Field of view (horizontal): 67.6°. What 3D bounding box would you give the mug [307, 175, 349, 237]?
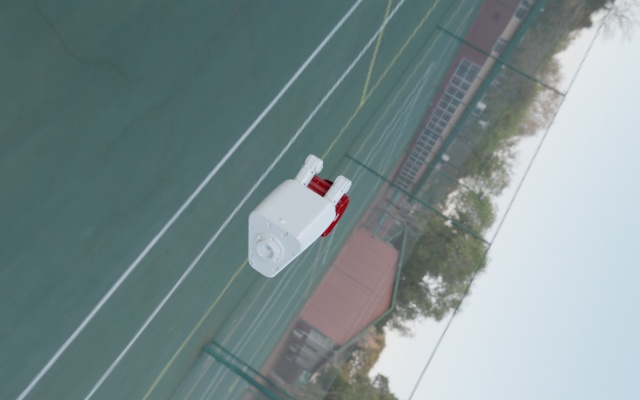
[{"bbox_3d":[0.001,0.002,0.813,0.081,0.093,0.117,33,38,10],"label":"mug"}]
